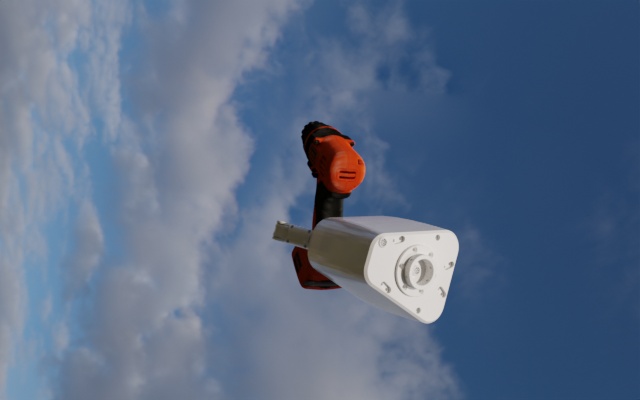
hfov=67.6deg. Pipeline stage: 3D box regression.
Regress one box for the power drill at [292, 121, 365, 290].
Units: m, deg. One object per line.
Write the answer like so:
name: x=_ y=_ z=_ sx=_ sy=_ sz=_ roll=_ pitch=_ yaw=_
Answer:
power drill: x=0.000 y=0.002 z=0.602 sx=0.057 sy=0.188 sz=0.184 roll=1 pitch=21 yaw=-12
